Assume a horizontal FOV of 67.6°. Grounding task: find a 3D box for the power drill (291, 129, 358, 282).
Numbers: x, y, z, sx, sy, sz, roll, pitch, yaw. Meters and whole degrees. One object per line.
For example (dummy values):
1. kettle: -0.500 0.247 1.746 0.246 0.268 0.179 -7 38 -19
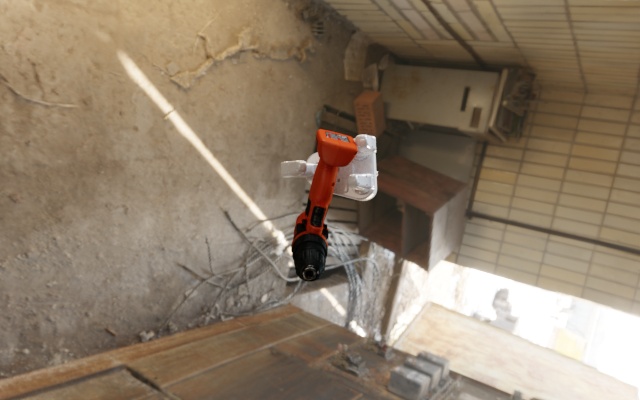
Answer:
1. power drill: 0.000 0.002 0.677 0.057 0.188 0.184 14 18 -8
